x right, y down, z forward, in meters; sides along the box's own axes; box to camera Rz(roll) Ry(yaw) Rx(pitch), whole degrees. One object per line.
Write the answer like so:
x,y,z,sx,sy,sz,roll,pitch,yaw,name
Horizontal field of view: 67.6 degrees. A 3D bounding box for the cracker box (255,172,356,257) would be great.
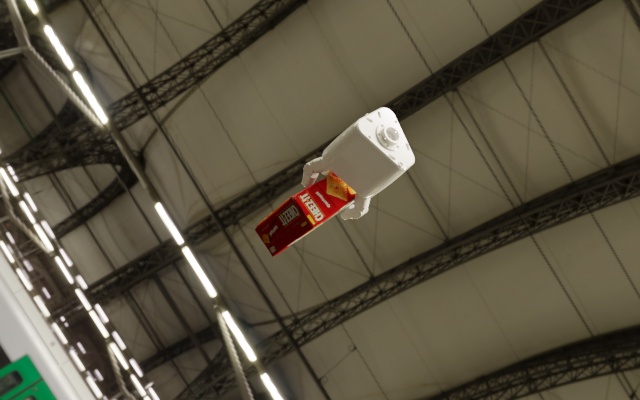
0.000,0.003,0.894,0.213,0.072,0.164,-33,-3,-39,cracker box
